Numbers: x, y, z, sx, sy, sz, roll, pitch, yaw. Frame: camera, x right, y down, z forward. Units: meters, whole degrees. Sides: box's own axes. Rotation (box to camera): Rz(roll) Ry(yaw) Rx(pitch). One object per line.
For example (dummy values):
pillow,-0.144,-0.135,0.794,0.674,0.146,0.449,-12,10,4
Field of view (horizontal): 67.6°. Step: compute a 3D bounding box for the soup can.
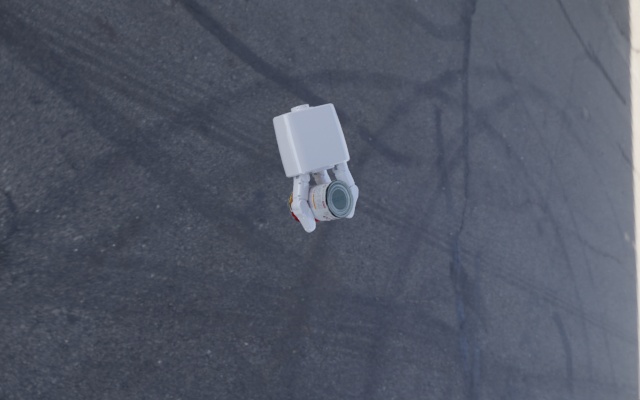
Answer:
soup can,0.000,0.003,0.846,0.068,0.068,0.102,0,-7,-43
